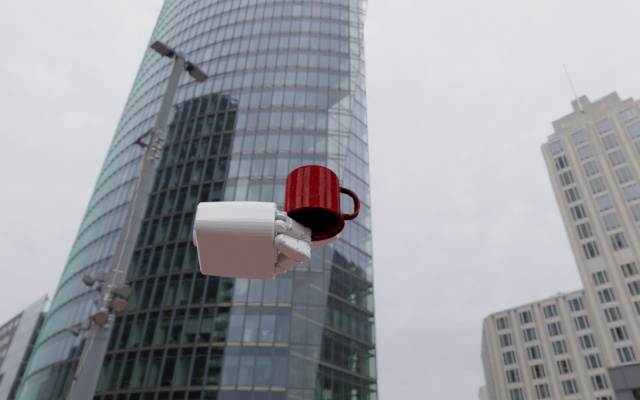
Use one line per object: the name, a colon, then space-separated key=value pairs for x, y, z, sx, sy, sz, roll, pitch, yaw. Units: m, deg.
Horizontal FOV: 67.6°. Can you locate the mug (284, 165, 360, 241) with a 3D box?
mug: x=0.002 y=0.002 z=0.703 sx=0.117 sy=0.081 sz=0.093 roll=1 pitch=-35 yaw=-2
